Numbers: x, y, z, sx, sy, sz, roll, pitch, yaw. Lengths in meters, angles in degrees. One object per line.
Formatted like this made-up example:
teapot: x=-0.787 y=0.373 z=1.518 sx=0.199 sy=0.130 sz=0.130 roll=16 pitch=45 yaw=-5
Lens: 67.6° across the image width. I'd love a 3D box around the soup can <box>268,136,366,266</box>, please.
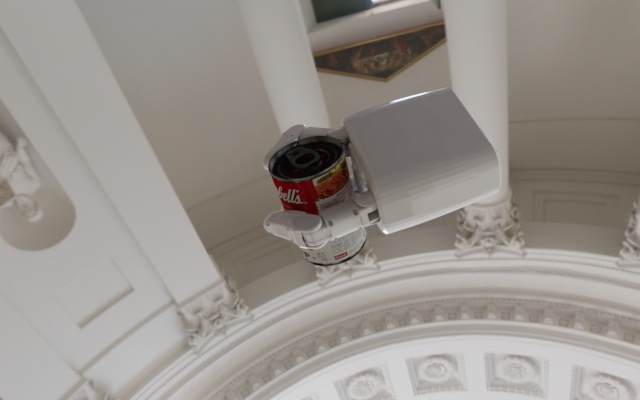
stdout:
soup can: x=0.000 y=0.002 z=0.438 sx=0.068 sy=0.102 sz=0.068 roll=-12 pitch=35 yaw=9
